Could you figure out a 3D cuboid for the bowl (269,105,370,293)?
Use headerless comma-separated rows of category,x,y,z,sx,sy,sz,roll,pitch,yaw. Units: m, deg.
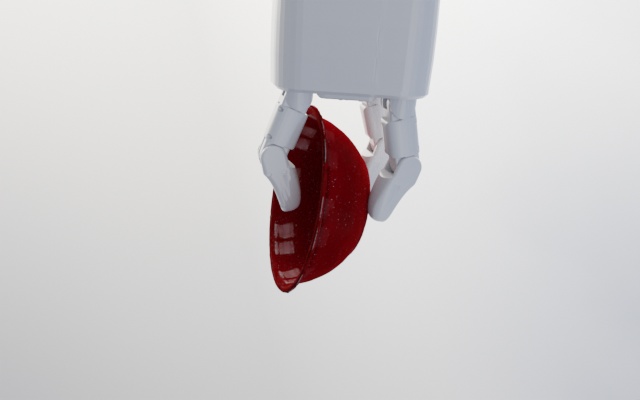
bowl,0.000,0.002,0.420,0.055,0.162,0.162,8,-3,-18
